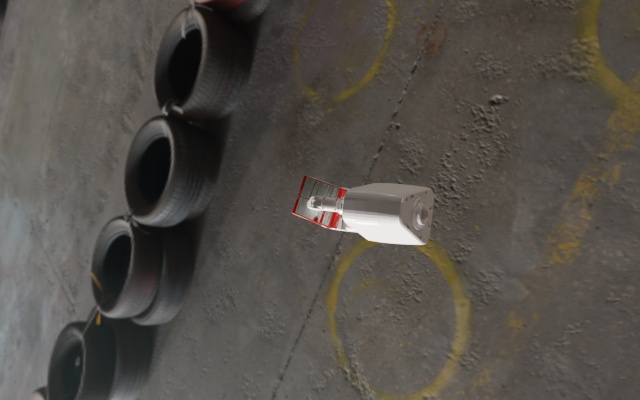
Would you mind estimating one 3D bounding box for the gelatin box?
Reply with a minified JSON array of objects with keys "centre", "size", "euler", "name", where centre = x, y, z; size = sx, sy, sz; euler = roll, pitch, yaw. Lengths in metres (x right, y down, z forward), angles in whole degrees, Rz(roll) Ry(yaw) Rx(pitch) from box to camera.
[{"centre":[0.000,0.003,0.847],"size":[0.089,0.073,0.030],"euler":[20,5,34],"name":"gelatin box"}]
